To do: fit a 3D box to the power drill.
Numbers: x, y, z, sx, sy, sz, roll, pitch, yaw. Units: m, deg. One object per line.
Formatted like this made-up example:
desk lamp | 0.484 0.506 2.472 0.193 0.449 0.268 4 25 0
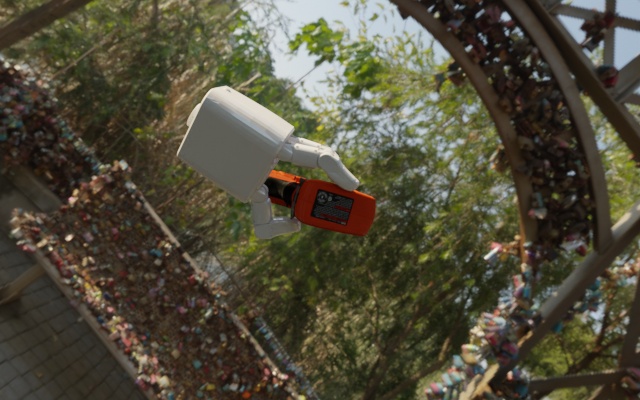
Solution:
power drill | 0.000 0.002 0.668 0.184 0.057 0.187 13 2 -24
